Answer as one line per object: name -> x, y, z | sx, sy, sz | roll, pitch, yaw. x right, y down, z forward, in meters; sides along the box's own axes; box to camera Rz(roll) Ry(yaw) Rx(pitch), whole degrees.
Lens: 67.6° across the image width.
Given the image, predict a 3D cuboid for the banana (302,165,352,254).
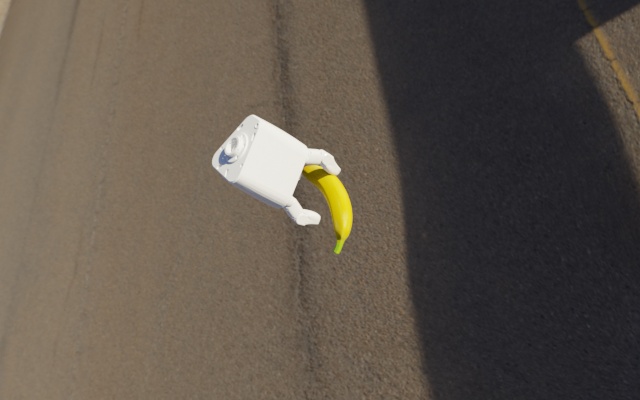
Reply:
banana -> 0.015, -0.006, 0.837 | 0.070, 0.197, 0.037 | -39, -41, 22
